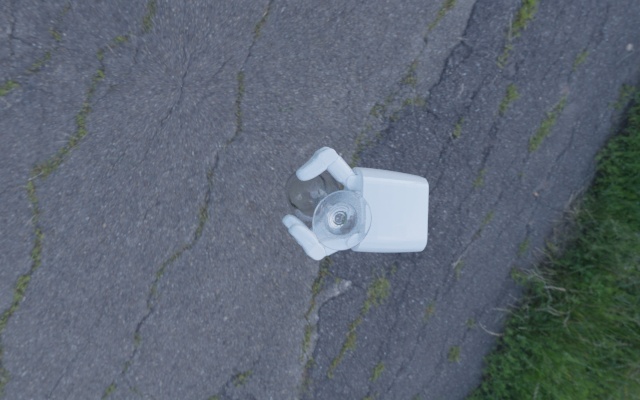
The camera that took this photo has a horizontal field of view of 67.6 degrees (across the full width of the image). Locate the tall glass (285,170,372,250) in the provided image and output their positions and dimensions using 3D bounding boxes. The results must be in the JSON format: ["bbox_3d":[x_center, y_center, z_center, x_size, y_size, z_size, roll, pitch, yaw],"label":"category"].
[{"bbox_3d":[0.000,0.002,0.659,0.079,0.079,0.201,0,13,-16],"label":"tall glass"}]
